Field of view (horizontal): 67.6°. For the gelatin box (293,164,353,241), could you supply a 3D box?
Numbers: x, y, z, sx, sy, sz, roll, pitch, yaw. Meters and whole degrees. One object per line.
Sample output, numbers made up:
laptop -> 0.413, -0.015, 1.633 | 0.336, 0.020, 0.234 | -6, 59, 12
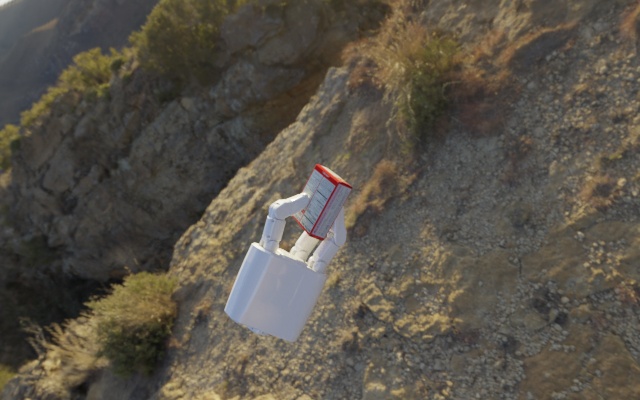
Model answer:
gelatin box -> 0.000, 0.002, 0.685 | 0.030, 0.089, 0.073 | 21, 13, -33
